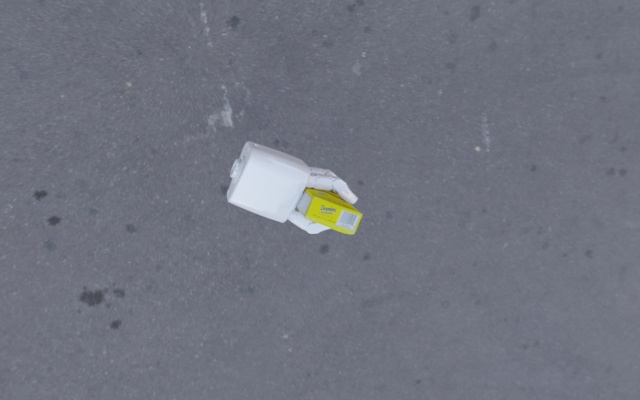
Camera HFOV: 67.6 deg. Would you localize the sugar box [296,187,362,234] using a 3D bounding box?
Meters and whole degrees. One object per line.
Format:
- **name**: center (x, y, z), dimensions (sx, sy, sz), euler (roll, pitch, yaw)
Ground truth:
- **sugar box**: center (0.000, 0.002, 0.846), dimensions (0.093, 0.048, 0.176), euler (21, 11, -20)
